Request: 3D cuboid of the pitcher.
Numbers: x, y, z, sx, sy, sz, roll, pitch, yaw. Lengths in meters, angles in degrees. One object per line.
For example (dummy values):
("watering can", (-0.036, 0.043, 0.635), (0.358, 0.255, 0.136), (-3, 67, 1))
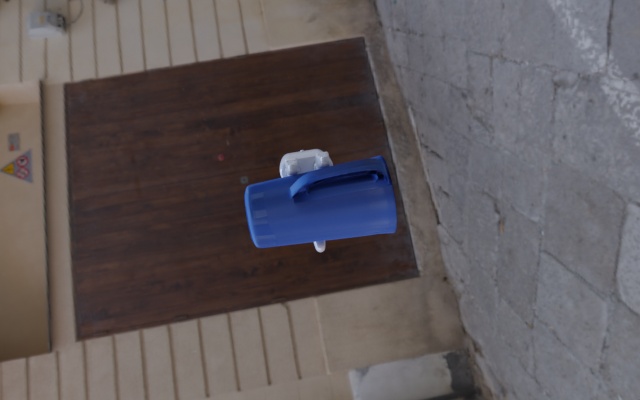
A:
("pitcher", (0.000, 0.003, 0.798), (0.243, 0.149, 0.145), (-10, 18, -3))
